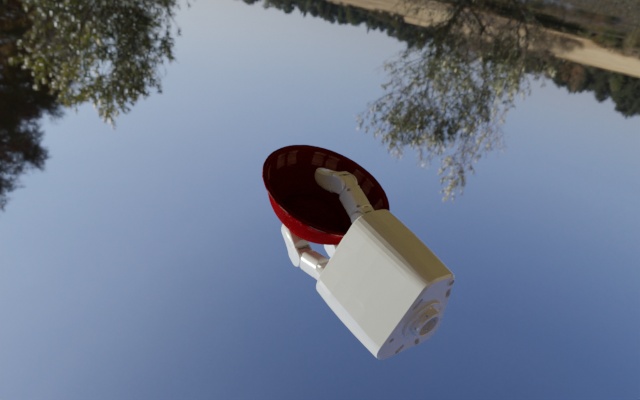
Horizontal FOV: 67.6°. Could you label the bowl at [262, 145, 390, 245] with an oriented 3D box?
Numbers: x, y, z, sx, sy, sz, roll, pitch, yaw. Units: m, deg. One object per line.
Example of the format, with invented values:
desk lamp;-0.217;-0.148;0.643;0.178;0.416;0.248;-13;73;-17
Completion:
bowl;0.000;0.001;0.583;0.162;0.055;0.162;16;38;-13
